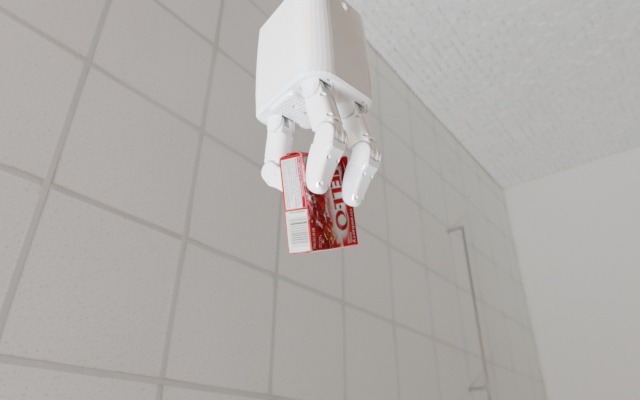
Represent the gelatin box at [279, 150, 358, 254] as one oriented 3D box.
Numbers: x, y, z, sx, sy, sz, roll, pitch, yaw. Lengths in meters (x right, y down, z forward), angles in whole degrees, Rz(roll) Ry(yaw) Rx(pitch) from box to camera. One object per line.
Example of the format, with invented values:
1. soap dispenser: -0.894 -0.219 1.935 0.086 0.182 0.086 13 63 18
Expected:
1. gelatin box: 0.000 0.002 0.442 0.030 0.089 0.073 -9 -5 37
